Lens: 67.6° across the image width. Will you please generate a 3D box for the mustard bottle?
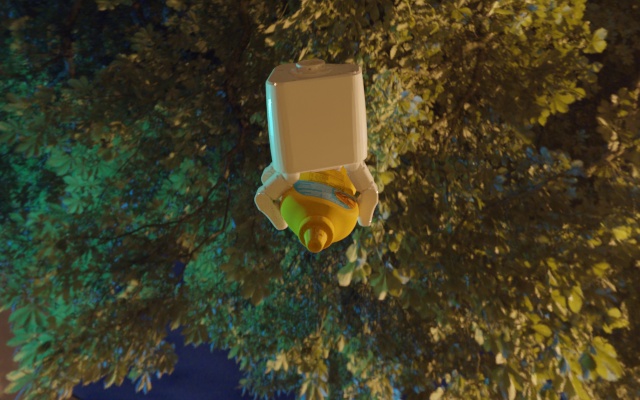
[{"bbox_3d":[0.000,0.002,0.599,0.096,0.058,0.191,19,29,-7],"label":"mustard bottle"}]
